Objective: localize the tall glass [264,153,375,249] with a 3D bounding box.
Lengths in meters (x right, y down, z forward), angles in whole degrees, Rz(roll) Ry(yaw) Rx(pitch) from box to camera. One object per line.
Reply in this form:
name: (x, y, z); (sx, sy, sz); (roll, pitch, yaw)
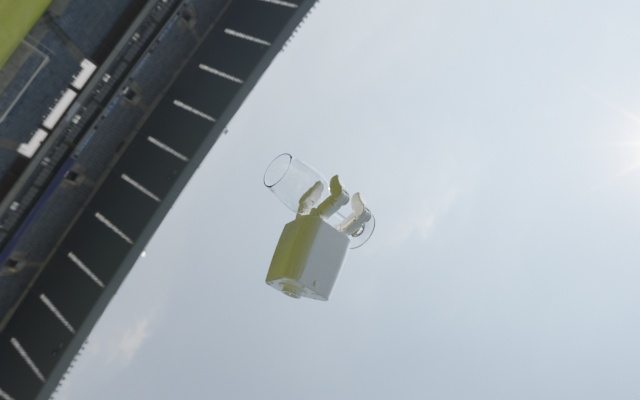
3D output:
tall glass: (0.001, 0.003, 0.787); (0.201, 0.079, 0.079); (37, -22, -33)
